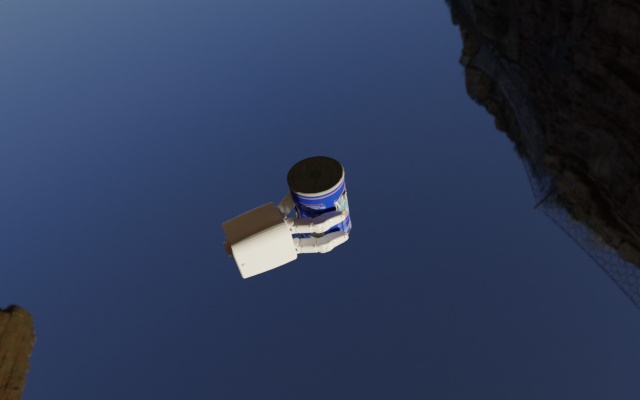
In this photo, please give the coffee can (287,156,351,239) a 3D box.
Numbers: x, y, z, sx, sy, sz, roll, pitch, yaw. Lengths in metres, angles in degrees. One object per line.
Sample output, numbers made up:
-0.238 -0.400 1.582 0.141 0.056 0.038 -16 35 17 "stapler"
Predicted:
0.000 0.003 0.895 0.103 0.140 0.102 -6 43 6 "coffee can"
